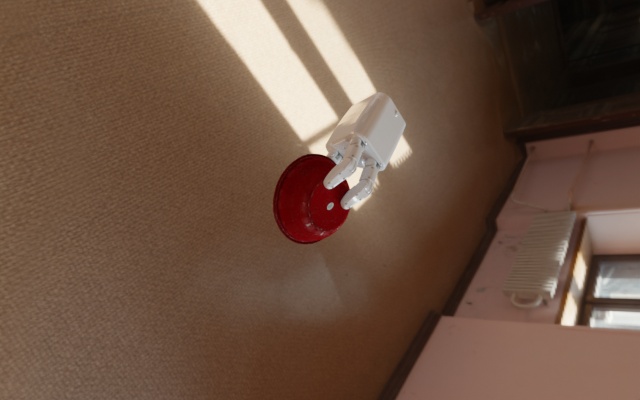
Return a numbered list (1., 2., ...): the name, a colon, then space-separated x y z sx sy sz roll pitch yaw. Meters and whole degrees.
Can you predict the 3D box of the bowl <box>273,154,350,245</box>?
1. bowl: 0.000 0.004 0.816 0.162 0.162 0.055 0 10 -39
